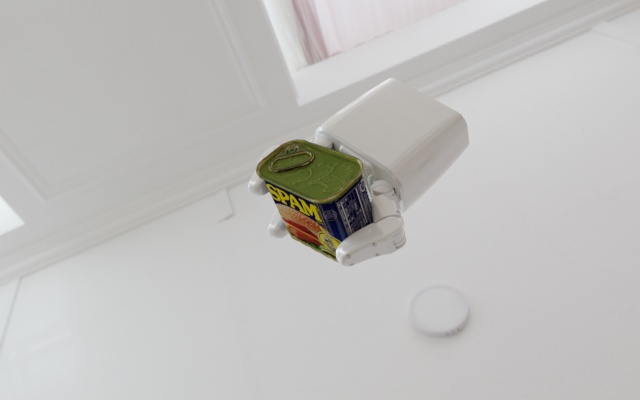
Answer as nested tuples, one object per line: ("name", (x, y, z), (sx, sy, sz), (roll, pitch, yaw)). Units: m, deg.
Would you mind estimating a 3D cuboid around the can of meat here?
("can of meat", (0.000, 0.002, 0.431), (0.102, 0.084, 0.057), (24, 57, 42))
